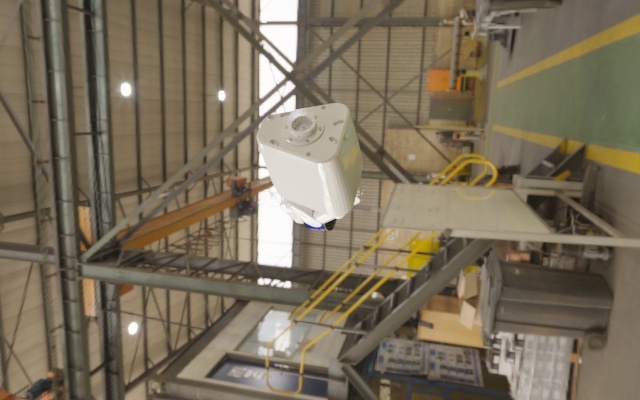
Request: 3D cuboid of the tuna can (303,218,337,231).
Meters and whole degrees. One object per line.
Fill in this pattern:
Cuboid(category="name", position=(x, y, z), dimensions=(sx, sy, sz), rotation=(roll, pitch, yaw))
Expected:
Cuboid(category="tuna can", position=(0.000, 0.002, 0.714), dimensions=(0.034, 0.086, 0.086), rotation=(1, 0, 17))
